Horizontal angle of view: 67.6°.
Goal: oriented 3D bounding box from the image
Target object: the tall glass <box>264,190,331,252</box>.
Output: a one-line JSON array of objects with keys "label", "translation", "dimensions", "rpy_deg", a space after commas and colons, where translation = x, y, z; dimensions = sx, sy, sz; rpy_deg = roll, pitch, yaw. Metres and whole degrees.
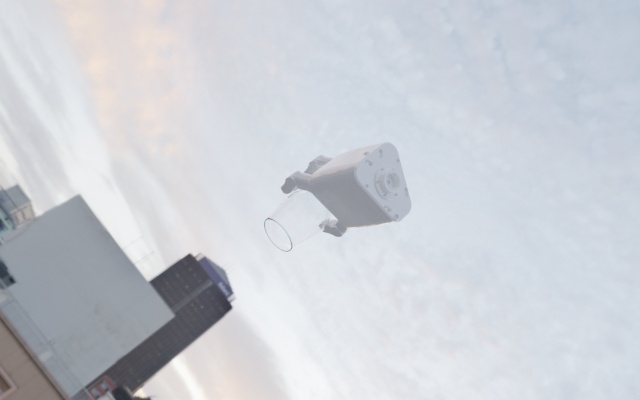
[{"label": "tall glass", "translation": [0.001, 0.002, 0.787], "dimensions": [0.201, 0.079, 0.079], "rpy_deg": [-38, 22, -32]}]
